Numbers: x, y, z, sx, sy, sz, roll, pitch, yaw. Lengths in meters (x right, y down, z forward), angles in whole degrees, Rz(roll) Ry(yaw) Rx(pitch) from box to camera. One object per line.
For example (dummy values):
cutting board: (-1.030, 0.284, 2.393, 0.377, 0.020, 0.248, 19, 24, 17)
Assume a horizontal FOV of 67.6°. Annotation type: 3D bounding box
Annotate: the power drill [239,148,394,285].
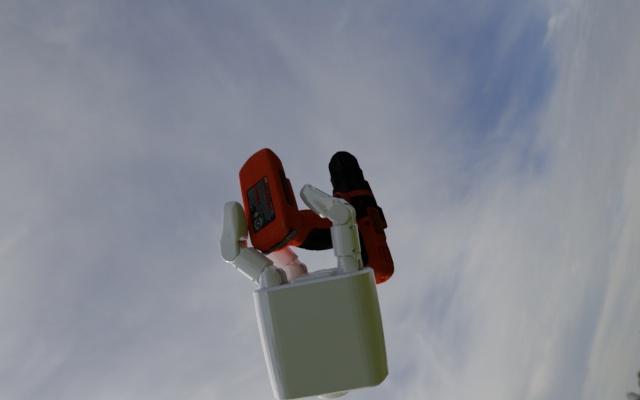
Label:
power drill: (0.000, 0.002, 0.546, 0.188, 0.184, 0.057, 15, -42, -42)
